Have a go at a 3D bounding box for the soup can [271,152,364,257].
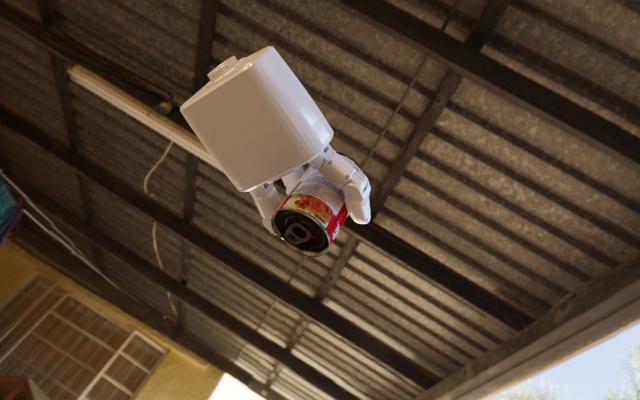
[{"bbox_3d":[0.001,0.002,0.521,0.068,0.068,0.102,0,40,34],"label":"soup can"}]
